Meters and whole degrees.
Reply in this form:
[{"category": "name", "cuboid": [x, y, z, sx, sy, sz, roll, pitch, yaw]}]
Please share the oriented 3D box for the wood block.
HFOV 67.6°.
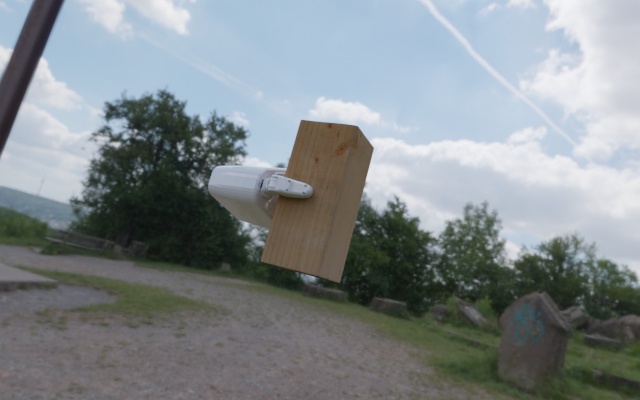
[{"category": "wood block", "cuboid": [0.000, 0.002, 0.673, 0.090, 0.206, 0.091, 11, -10, 25]}]
